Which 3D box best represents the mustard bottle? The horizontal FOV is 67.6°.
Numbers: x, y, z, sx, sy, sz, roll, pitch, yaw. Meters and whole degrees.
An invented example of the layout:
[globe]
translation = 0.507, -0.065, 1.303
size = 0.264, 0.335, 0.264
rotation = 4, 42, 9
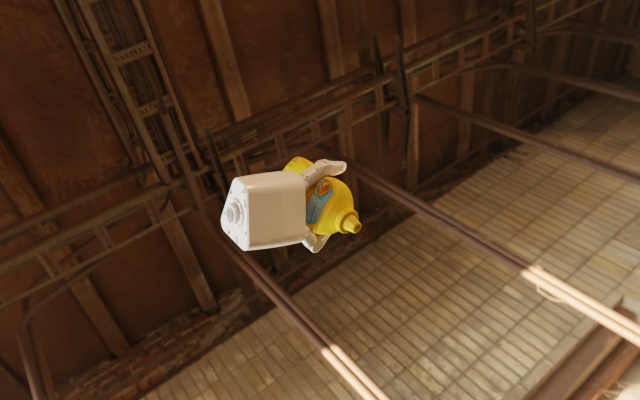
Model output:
[mustard bottle]
translation = 0.000, 0.003, 0.809
size = 0.058, 0.096, 0.191
rotation = 23, 9, -46
